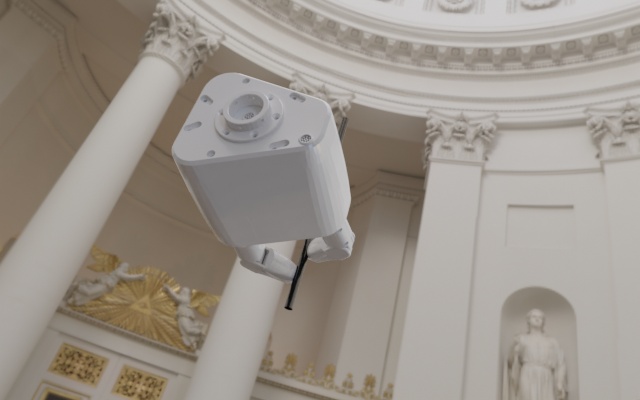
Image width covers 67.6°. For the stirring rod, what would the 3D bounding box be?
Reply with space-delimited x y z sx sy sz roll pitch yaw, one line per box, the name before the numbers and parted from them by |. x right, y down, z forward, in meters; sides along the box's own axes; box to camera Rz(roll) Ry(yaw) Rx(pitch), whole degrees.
stirring rod | 0.000 0.002 0.501 0.011 0.239 0.011 12 -32 8
